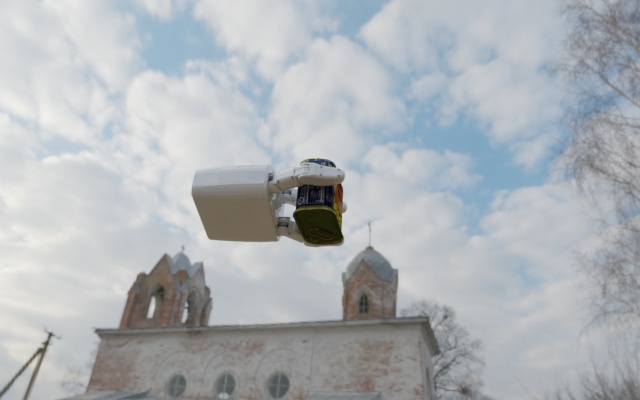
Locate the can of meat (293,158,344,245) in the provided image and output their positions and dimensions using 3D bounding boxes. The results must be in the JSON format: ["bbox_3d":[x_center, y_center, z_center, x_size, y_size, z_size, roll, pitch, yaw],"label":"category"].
[{"bbox_3d":[0.000,0.002,0.665,0.057,0.084,0.102,-4,-32,11],"label":"can of meat"}]
